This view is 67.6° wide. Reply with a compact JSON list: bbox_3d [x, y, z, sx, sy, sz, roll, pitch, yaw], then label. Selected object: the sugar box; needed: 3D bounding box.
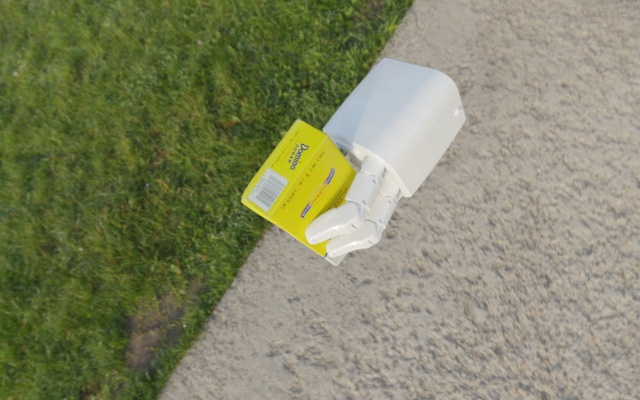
[{"bbox_3d":[0.001,0.002,0.494,0.048,0.093,0.176,34,-4,33],"label":"sugar box"}]
